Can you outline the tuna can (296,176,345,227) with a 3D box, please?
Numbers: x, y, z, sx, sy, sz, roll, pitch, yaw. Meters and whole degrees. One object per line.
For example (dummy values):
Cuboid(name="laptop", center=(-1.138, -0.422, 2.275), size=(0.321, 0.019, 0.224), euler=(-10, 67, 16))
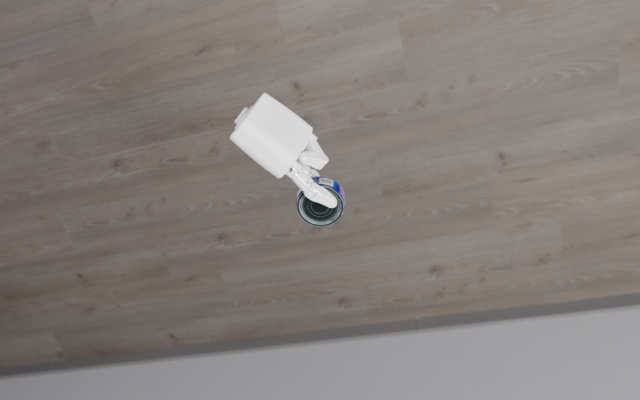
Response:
Cuboid(name="tuna can", center=(0.000, 0.003, 0.833), size=(0.086, 0.086, 0.033), euler=(0, 30, 4))
